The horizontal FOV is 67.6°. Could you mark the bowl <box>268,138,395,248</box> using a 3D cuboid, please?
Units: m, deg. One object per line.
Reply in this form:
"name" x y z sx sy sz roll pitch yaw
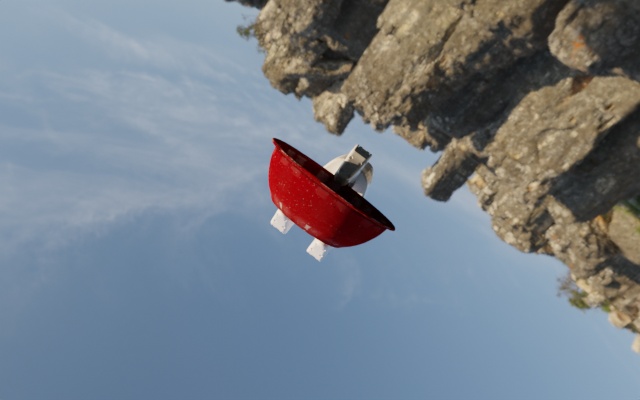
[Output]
"bowl" -0.001 0.002 0.511 0.162 0.055 0.162 36 7 -5
